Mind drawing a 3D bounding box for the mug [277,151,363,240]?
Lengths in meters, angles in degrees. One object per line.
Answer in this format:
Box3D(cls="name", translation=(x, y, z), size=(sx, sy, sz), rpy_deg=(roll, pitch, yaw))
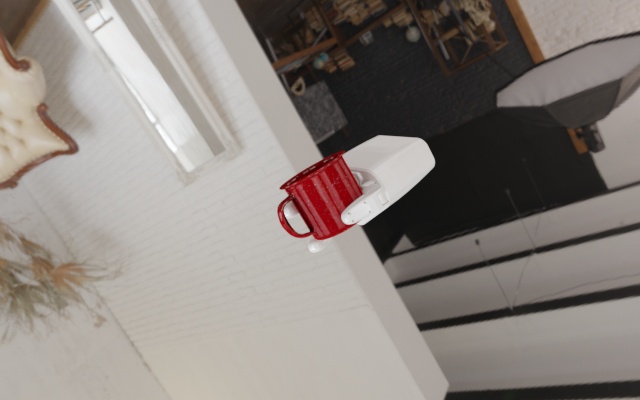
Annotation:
Box3D(cls="mug", translation=(-0.001, 0.003, 0.590), size=(0.117, 0.081, 0.093), rpy_deg=(-35, 10, -28))
